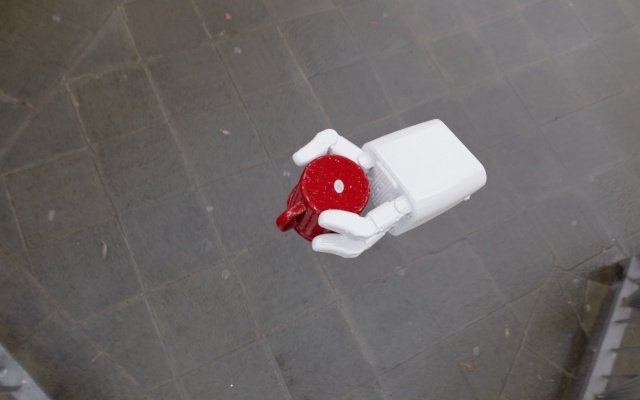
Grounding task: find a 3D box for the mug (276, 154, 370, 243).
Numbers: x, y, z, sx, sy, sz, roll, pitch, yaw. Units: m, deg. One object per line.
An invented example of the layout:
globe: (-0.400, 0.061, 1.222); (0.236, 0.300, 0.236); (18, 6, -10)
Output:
mug: (-0.001, 0.002, 0.562); (0.117, 0.093, 0.081); (-24, -15, -19)
